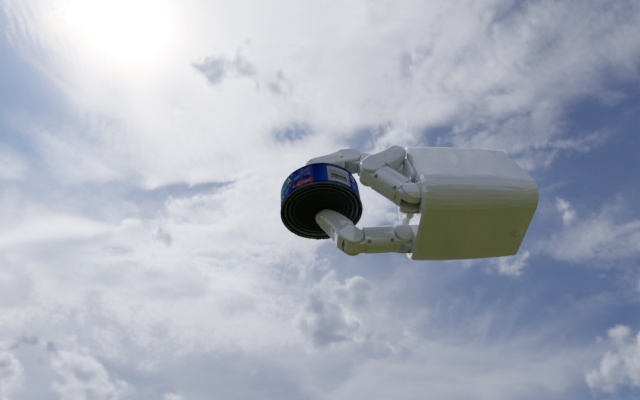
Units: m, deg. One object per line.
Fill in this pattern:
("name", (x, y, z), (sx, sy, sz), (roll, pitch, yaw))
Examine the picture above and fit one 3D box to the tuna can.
("tuna can", (0.000, 0.001, 0.504), (0.086, 0.033, 0.086), (-3, -44, -3))
